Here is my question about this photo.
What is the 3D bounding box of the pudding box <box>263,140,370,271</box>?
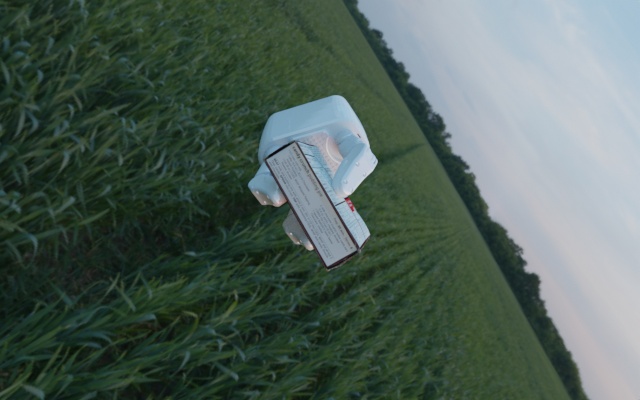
[{"bbox_3d":[0.000,0.001,0.442,0.039,0.113,0.090,-33,-3,12],"label":"pudding box"}]
